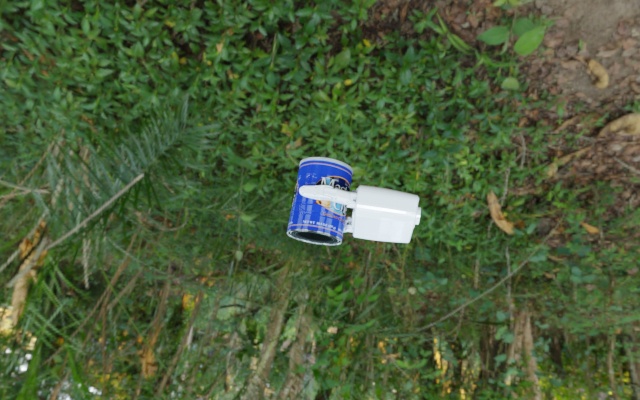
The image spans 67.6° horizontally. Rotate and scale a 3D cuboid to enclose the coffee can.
[{"bbox_3d":[0.000,0.003,0.886,0.103,0.140,0.103,9,-16,3],"label":"coffee can"}]
